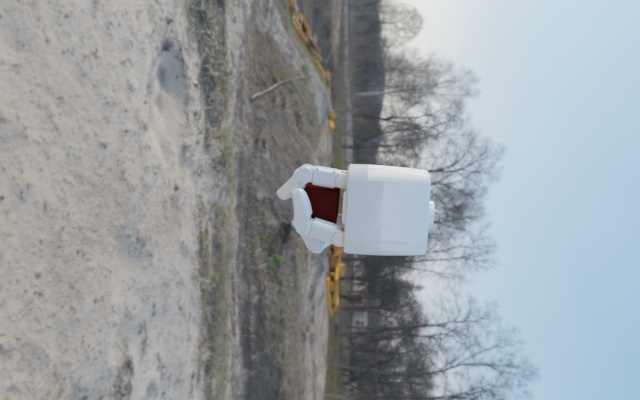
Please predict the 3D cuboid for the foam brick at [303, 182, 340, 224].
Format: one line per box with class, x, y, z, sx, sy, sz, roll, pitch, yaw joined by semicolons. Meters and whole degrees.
foam brick;0.000;0.002;0.666;0.051;0.053;0.078;4;18;4
